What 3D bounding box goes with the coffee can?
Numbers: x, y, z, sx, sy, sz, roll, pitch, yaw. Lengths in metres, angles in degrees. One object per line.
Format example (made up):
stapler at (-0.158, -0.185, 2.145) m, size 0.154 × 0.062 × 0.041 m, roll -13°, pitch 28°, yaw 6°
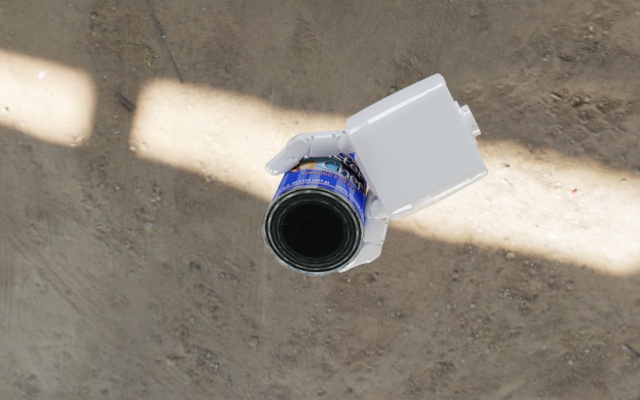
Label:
coffee can at (0.000, 0.002, 0.533) m, size 0.103 × 0.103 × 0.140 m, roll 0°, pitch 26°, yaw 7°
